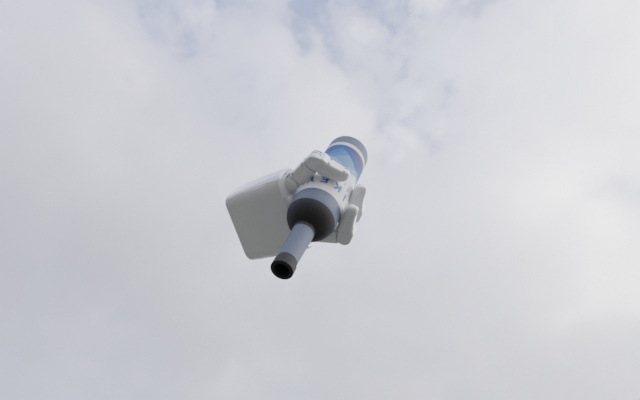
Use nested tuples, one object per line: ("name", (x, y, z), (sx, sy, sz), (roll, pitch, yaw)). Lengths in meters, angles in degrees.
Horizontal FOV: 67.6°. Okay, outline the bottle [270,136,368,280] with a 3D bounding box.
("bottle", (0.000, 0.002, 0.648), (0.069, 0.069, 0.295), (0, 31, 20))
